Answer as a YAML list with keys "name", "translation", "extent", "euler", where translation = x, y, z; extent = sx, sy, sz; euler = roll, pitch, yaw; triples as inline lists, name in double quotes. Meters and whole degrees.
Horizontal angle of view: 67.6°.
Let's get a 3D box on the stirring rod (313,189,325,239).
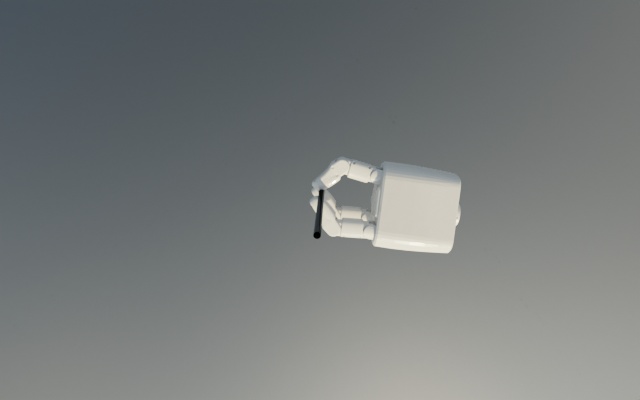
- name: "stirring rod"
  translation: [0.000, 0.002, 0.610]
  extent: [0.011, 0.011, 0.239]
  euler: [0, 17, 2]
